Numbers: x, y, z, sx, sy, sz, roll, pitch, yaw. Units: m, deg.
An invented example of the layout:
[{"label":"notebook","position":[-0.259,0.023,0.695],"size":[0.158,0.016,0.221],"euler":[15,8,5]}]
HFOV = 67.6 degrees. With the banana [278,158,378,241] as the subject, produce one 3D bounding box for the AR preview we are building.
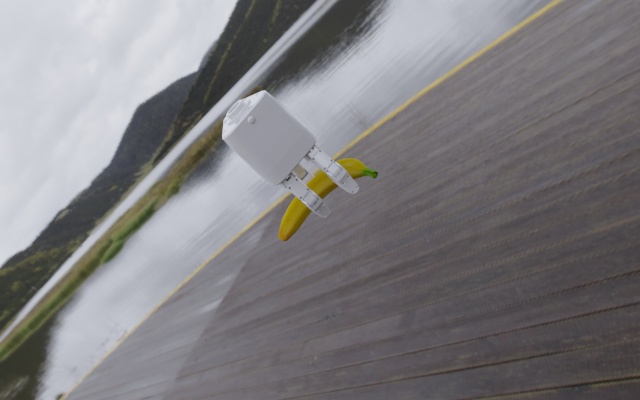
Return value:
[{"label":"banana","position":[0.000,-0.011,0.779],"size":[0.198,0.069,0.037],"euler":[-37,-53,18]}]
